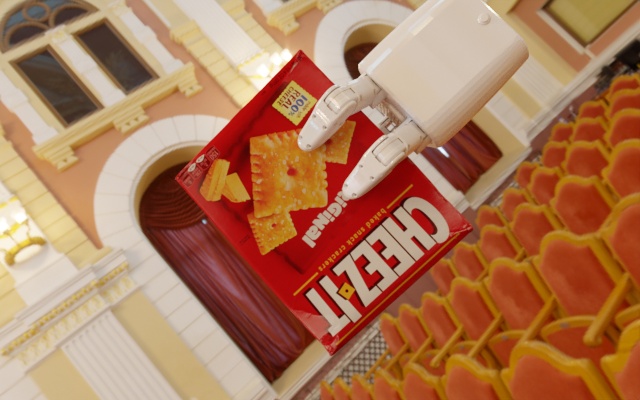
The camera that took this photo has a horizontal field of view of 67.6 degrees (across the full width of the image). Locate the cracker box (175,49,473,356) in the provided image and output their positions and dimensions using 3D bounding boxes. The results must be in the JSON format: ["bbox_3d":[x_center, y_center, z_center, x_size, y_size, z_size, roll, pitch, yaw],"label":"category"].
[{"bbox_3d":[0.000,0.001,0.432,0.164,0.213,0.072,-43,-8,5],"label":"cracker box"}]
